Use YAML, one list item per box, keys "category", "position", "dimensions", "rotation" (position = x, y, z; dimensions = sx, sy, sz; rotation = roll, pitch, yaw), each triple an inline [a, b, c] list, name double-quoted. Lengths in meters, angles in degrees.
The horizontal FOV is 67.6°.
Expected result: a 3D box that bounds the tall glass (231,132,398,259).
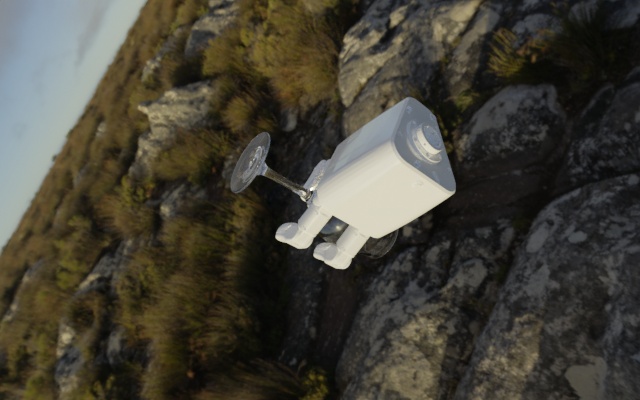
- category: "tall glass"
  position: [-0.001, 0.002, 0.561]
  dimensions: [0.201, 0.079, 0.079]
  rotation: [30, -15, -28]
